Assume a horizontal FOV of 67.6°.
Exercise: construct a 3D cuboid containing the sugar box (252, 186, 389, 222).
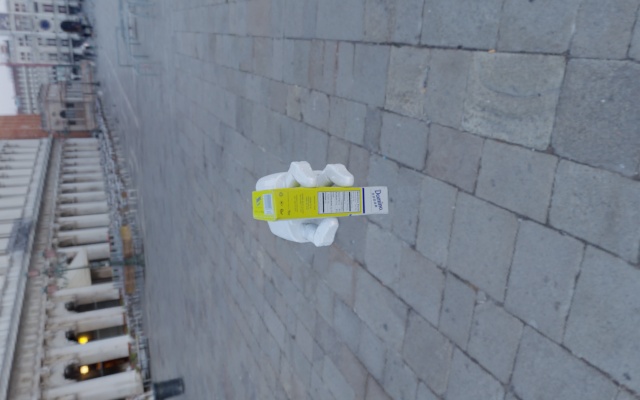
[{"bbox_3d":[0.000,0.002,0.687,0.176,0.048,0.093,-5,3,-26],"label":"sugar box"}]
